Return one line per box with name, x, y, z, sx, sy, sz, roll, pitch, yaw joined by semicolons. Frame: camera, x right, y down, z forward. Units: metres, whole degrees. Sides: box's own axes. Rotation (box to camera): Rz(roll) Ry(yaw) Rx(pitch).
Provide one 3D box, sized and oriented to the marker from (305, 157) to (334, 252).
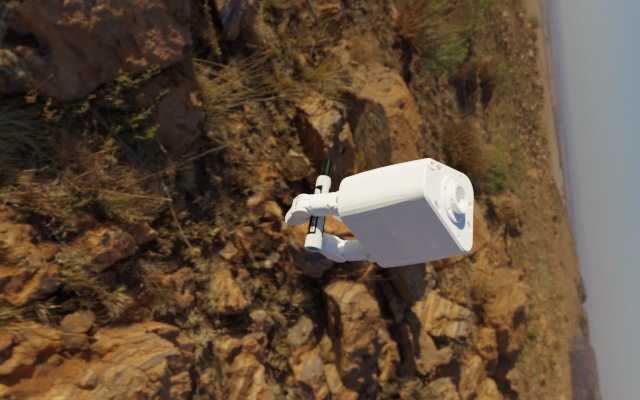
marker;0.000;0.002;0.566;0.020;0.121;0.020;8;-26;4
